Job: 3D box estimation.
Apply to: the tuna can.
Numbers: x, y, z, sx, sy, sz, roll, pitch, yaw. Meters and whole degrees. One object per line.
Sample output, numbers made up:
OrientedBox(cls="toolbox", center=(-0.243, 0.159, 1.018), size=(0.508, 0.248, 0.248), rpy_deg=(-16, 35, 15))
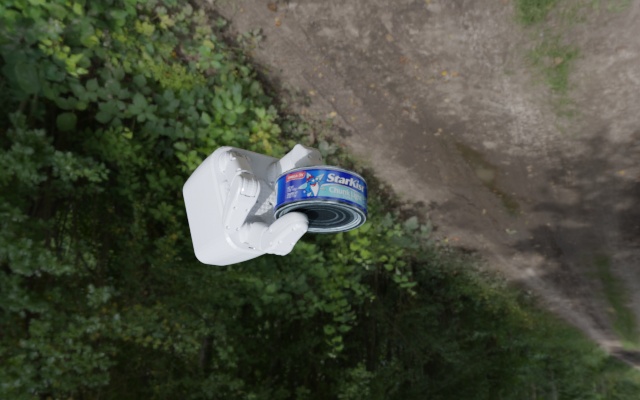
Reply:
OrientedBox(cls="tuna can", center=(0.000, 0.002, 0.434), size=(0.086, 0.033, 0.086), rpy_deg=(2, -22, 1))
